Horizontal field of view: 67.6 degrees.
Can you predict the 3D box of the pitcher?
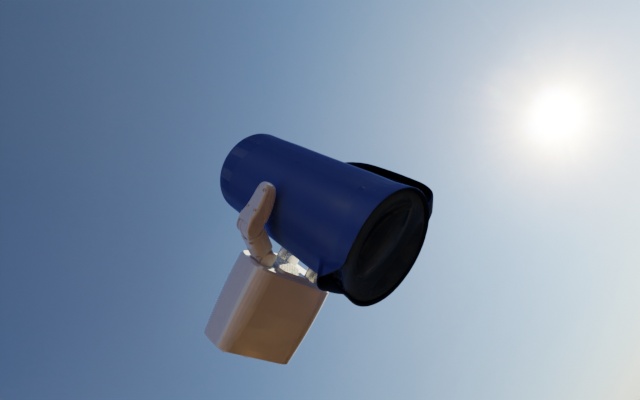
[{"bbox_3d":[0.000,0.002,0.558,0.242,0.145,0.149,29,4,39],"label":"pitcher"}]
